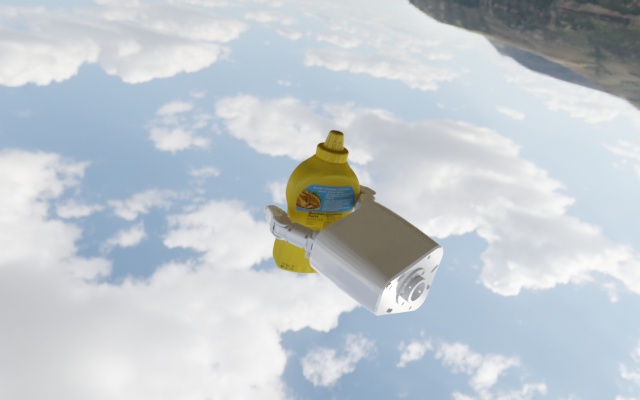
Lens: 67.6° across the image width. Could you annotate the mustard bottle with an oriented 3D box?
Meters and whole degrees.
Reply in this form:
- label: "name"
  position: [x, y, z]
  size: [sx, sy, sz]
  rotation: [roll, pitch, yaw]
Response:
- label: "mustard bottle"
  position: [0.000, 0.002, 0.618]
  size: [0.096, 0.192, 0.058]
  rotation: [2, 27, -22]
